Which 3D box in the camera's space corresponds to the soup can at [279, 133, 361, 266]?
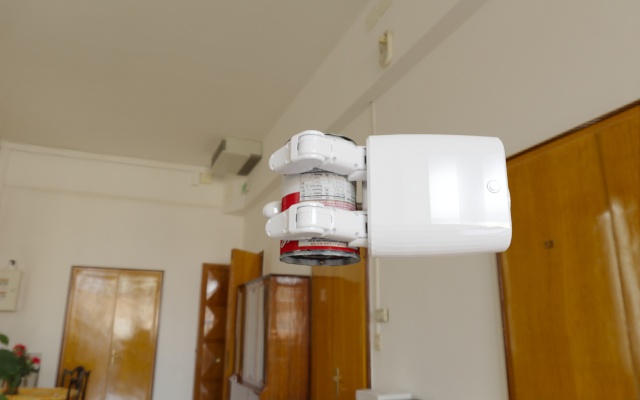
[{"bbox_3d":[0.000,0.001,0.410,0.068,0.102,0.068,1,-15,0],"label":"soup can"}]
